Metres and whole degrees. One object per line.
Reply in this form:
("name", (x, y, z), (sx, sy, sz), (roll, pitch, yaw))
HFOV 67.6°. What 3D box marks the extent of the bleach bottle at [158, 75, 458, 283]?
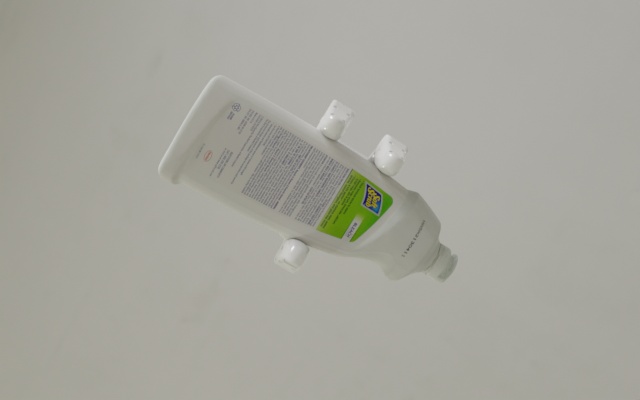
("bleach bottle", (0.000, 0.001, 0.406), (0.251, 0.102, 0.068), (32, 4, -5))
